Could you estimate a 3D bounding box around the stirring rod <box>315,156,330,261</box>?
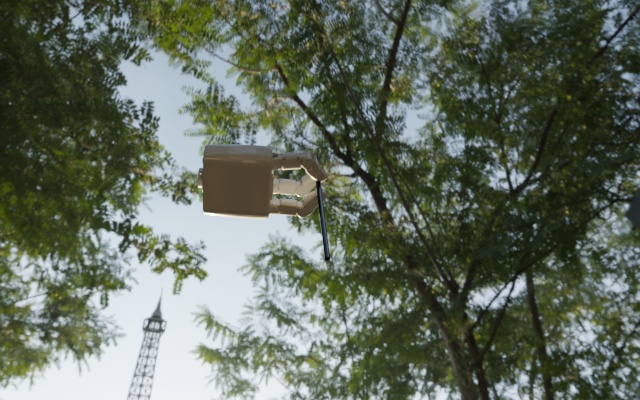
[{"bbox_3d":[0.000,0.002,0.744,0.011,0.011,0.239,0,40,-6],"label":"stirring rod"}]
